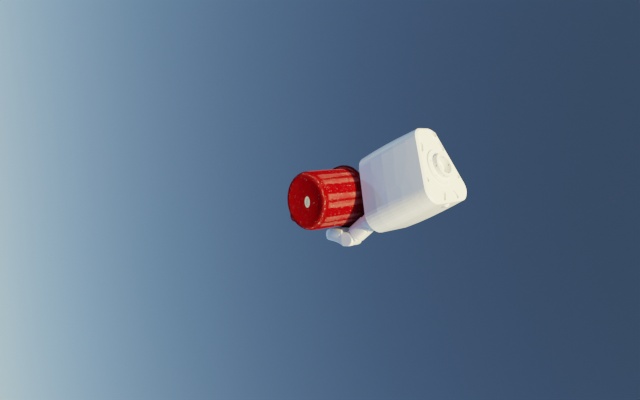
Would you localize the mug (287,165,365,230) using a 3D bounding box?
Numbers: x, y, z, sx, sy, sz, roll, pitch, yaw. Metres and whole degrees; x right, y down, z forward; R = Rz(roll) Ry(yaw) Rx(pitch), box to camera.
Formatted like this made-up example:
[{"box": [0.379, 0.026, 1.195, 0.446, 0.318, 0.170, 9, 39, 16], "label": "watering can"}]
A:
[{"box": [-0.001, 0.003, 0.688, 0.081, 0.093, 0.117, -7, -18, -44], "label": "mug"}]
